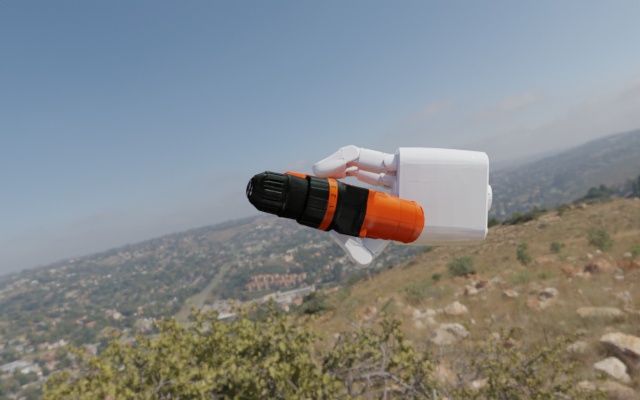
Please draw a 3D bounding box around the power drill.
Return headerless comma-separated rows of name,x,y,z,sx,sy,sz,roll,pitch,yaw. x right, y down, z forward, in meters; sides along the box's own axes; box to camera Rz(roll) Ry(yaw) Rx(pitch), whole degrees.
power drill,0.000,0.002,0.541,0.184,0.057,0.187,14,3,-15
